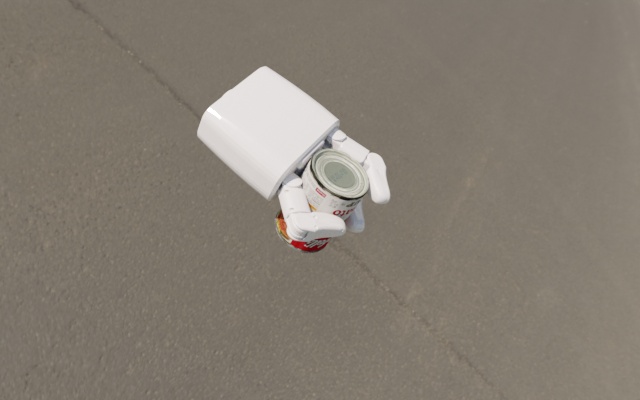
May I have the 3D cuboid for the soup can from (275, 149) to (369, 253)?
[{"bbox_3d":[0.001,0.002,0.516,0.068,0.068,0.102,0,-37,-31],"label":"soup can"}]
